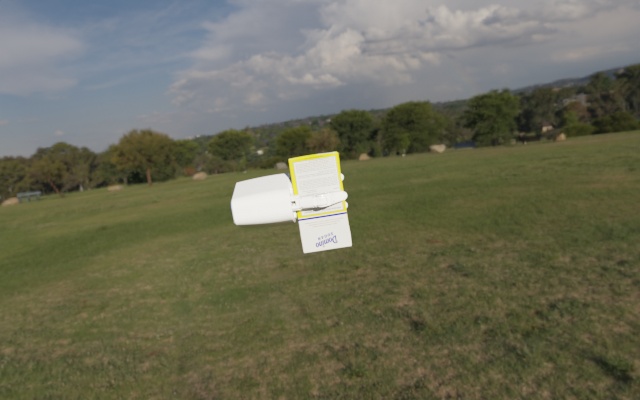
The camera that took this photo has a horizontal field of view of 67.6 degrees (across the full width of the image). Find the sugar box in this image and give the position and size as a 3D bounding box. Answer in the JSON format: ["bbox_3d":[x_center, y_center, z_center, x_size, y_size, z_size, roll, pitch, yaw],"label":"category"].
[{"bbox_3d":[0.000,0.003,0.886,0.093,0.176,0.048,-8,8,1],"label":"sugar box"}]
